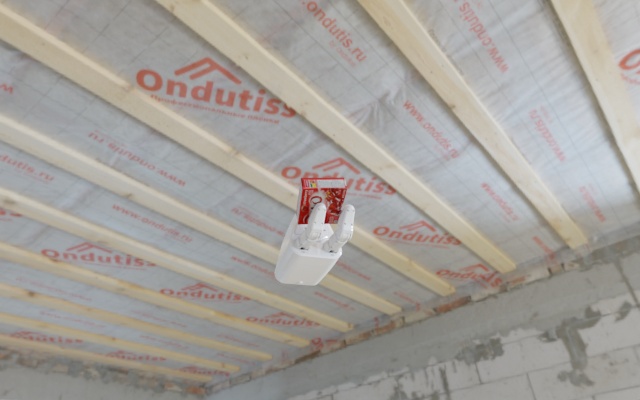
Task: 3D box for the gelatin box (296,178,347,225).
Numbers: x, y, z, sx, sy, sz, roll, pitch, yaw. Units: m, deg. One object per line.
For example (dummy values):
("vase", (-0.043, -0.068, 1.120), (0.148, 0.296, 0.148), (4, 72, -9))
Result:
("gelatin box", (0.000, 0.002, 0.791), (0.073, 0.030, 0.089), (0, -44, -11))
